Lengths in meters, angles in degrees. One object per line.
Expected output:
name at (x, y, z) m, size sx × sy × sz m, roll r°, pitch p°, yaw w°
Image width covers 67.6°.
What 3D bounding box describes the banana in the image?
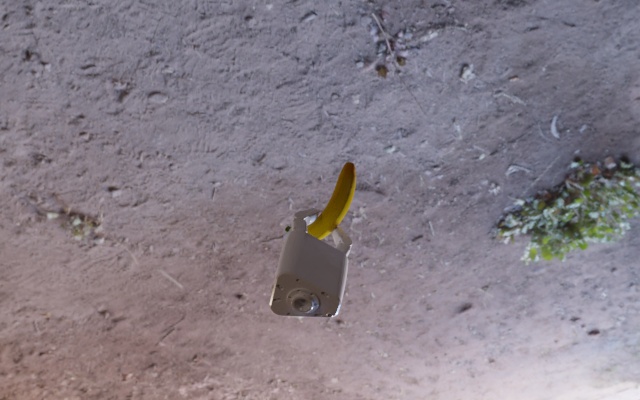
banana at (0.011, 0.019, 0.870) m, size 0.198 × 0.069 × 0.037 m, roll -46°, pitch -7°, yaw 26°
